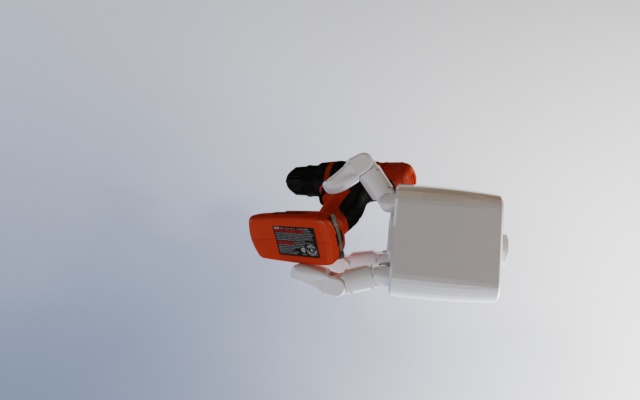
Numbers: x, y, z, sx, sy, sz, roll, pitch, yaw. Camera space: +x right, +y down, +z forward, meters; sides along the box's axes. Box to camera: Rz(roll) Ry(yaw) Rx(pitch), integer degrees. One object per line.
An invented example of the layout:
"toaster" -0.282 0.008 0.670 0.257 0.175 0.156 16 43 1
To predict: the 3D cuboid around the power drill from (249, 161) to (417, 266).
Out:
"power drill" 0.000 0.002 0.566 0.184 0.057 0.187 0 26 33
